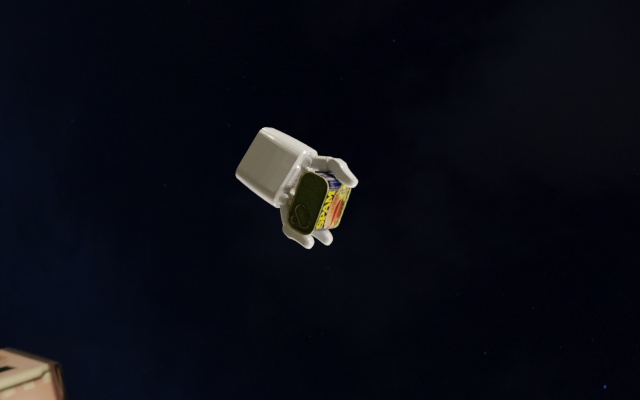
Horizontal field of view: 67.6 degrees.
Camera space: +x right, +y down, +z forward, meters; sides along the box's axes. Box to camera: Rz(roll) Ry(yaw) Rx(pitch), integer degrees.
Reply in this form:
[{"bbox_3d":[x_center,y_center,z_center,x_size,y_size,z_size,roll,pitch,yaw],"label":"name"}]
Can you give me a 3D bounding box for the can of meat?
[{"bbox_3d":[0.000,0.003,0.796,0.057,0.102,0.084,28,18,28],"label":"can of meat"}]
